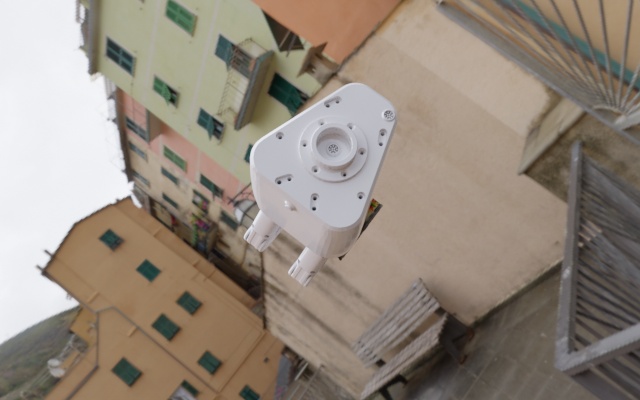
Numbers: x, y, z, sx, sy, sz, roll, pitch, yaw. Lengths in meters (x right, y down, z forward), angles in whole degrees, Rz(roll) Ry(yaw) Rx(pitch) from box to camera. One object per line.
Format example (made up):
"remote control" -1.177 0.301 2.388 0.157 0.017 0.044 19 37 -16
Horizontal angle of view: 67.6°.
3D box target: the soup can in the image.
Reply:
"soup can" 0.000 0.001 0.469 0.102 0.068 0.068 37 5 7
